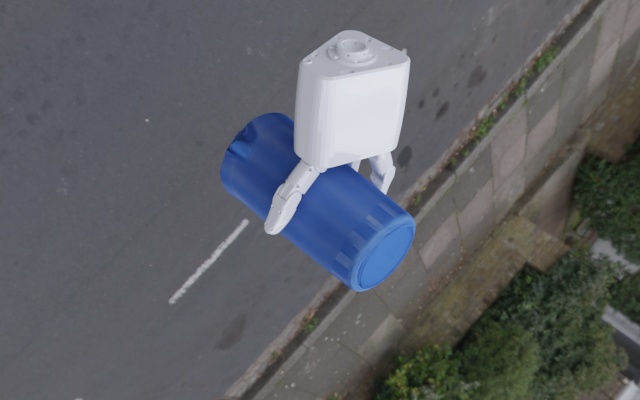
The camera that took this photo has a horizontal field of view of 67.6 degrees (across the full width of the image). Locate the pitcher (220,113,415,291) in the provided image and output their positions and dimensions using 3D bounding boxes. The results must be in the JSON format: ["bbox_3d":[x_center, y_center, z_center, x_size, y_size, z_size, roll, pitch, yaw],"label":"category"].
[{"bbox_3d":[0.000,0.002,0.607,0.149,0.145,0.242,-28,52,-33],"label":"pitcher"}]
